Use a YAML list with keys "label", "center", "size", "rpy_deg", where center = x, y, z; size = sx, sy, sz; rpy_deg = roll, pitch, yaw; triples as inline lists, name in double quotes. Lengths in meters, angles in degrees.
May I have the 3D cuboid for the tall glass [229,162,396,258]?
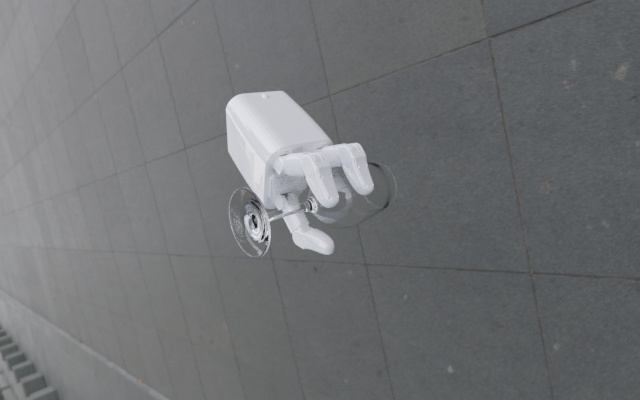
- label: "tall glass"
  center: [0.000, 0.002, 0.551]
  size: [0.201, 0.079, 0.079]
  rpy_deg: [-15, 10, -39]
